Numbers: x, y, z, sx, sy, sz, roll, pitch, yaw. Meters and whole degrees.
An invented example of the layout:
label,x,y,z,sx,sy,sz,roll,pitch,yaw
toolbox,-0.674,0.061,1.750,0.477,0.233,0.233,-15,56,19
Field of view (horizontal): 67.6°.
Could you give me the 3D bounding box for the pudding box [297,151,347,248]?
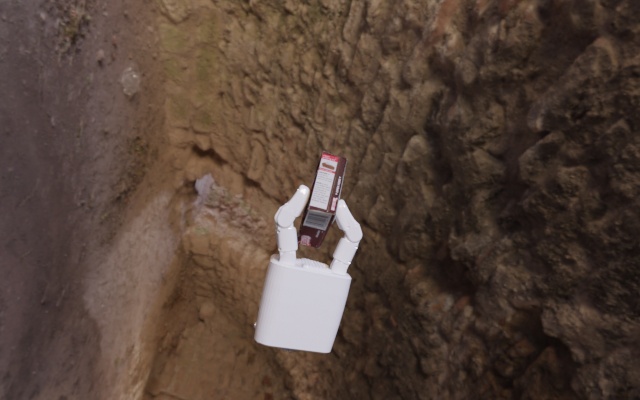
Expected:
label,x,y,z,sx,sy,sz,roll,pitch,yaw
pudding box,0.000,0.002,0.645,0.039,0.090,0.113,15,-29,-5
